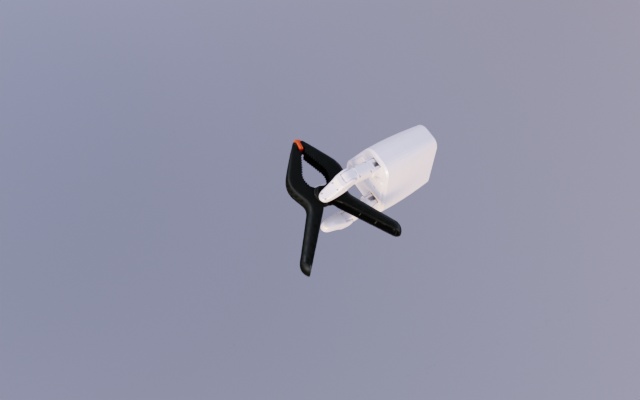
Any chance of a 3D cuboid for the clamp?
[{"bbox_3d":[0.000,0.001,0.711,0.164,0.210,0.036,-28,-18,-22],"label":"clamp"}]
